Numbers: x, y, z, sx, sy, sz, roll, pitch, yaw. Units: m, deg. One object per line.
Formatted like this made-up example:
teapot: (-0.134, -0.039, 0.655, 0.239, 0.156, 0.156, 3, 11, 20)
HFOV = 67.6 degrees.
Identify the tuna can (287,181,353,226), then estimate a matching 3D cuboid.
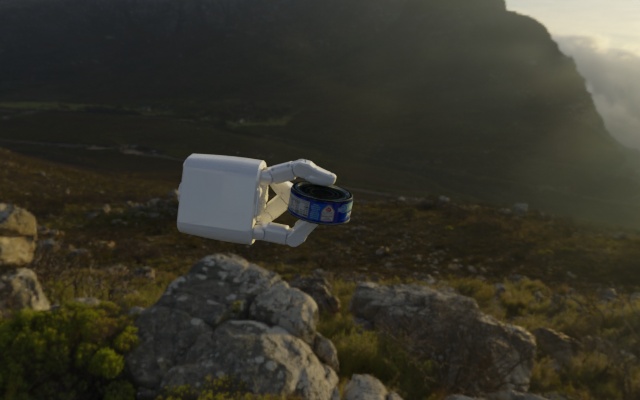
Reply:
tuna can: (0.000, 0.002, 0.636, 0.086, 0.034, 0.086, 9, 18, -3)
